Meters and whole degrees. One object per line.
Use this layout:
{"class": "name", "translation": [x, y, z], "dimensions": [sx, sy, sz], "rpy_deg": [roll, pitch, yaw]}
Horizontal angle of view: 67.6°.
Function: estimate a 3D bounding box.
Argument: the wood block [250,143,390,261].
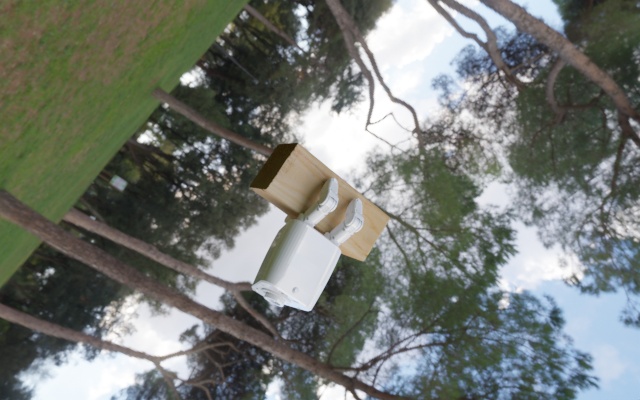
{"class": "wood block", "translation": [0.000, 0.003, 0.784], "dimensions": [0.206, 0.090, 0.091], "rpy_deg": [38, -12, -24]}
